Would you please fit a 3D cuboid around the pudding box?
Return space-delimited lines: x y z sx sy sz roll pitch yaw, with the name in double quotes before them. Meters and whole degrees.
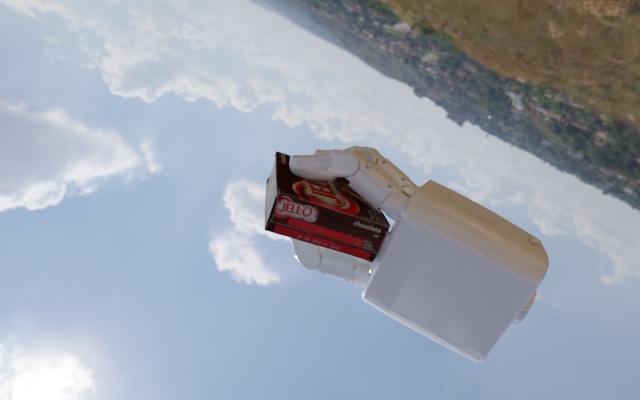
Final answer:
"pudding box" 0.000 0.001 0.401 0.090 0.039 0.113 19 16 -13
